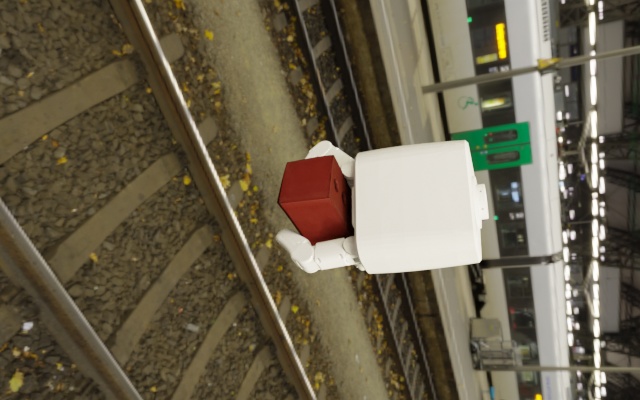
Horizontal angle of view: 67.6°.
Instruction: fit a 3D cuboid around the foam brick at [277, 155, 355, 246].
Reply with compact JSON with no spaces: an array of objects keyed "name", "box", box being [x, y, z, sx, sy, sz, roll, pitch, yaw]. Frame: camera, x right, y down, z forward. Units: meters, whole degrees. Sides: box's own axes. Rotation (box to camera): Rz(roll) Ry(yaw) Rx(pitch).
[{"name":"foam brick","box":[0.000,0.001,0.467,0.051,0.053,0.078,-8,-39,21]}]
